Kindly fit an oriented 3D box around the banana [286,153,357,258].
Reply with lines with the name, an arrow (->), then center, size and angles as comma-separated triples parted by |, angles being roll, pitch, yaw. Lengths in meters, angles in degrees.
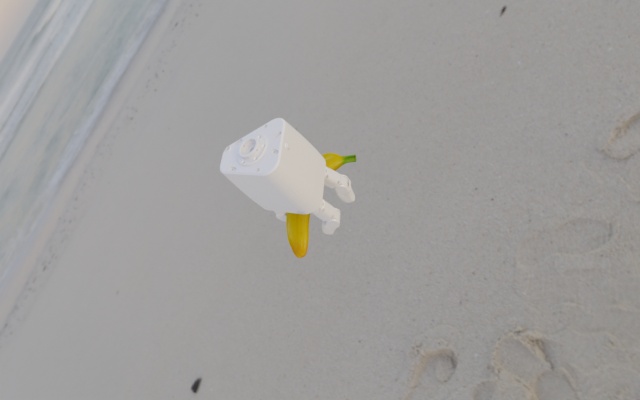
banana -> -0.014, -0.005, 0.759 | 0.069, 0.197, 0.037 | 18, -22, 27
